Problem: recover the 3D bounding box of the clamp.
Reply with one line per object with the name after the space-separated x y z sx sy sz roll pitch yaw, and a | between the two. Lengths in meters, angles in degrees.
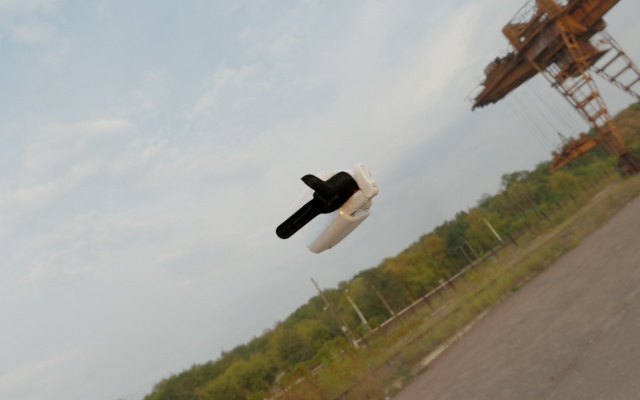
0.000 0.002 0.750 0.171 0.039 0.120 -10 -35 -54 | clamp
